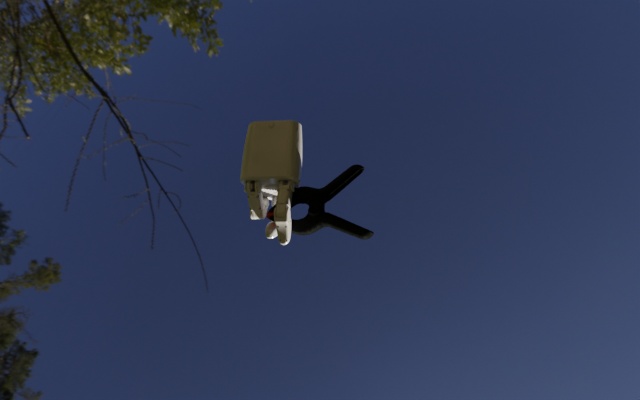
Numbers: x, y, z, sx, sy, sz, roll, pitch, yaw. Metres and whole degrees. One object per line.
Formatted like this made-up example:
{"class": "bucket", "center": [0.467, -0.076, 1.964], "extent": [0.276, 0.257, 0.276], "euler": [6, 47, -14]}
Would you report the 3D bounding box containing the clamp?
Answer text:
{"class": "clamp", "center": [0.000, 0.003, 0.765], "extent": [0.171, 0.120, 0.039], "euler": [0, -19, 10]}
